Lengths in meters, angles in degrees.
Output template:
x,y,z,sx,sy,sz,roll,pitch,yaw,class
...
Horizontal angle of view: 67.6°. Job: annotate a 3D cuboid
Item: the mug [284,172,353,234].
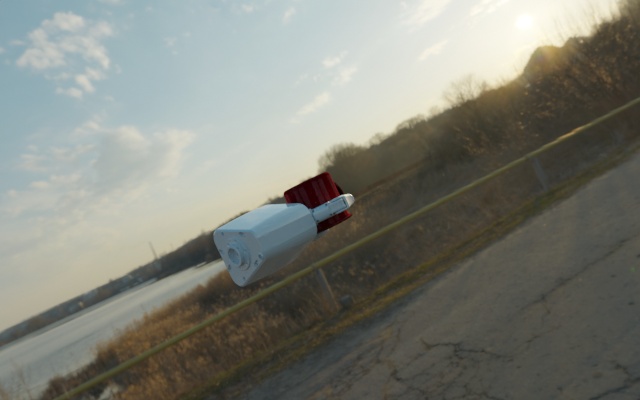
x,y,z,sx,sy,sz,roll,pitch,yaw,class
0.001,0.002,0.773,0.093,0.081,0.117,-24,2,45,mug
